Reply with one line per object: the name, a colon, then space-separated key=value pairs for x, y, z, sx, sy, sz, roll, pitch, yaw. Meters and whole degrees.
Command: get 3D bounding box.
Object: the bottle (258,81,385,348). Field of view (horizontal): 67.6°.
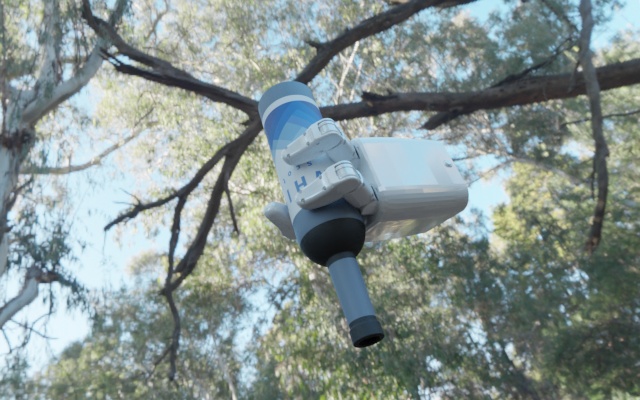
bottle: x=0.000 y=0.001 z=0.477 sx=0.069 sy=0.295 sz=0.069 roll=-13 pitch=-34 yaw=-9
